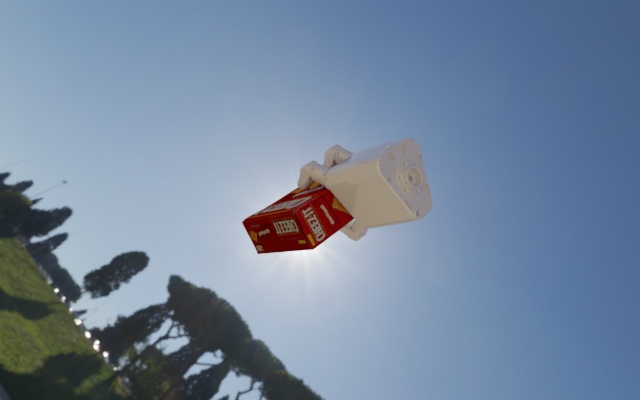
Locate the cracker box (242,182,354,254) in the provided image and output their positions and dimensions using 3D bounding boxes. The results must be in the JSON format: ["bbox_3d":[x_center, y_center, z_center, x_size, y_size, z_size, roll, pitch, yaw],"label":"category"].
[{"bbox_3d":[0.000,0.003,0.785,0.213,0.072,0.164,-34,12,-35],"label":"cracker box"}]
